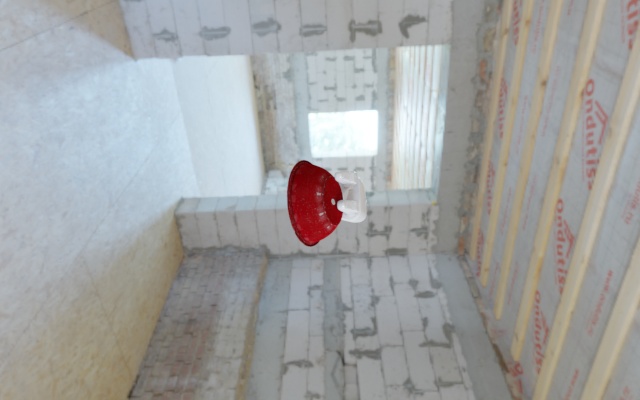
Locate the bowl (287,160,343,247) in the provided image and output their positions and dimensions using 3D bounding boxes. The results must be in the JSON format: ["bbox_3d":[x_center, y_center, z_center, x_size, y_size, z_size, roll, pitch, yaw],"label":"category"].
[{"bbox_3d":[0.000,0.003,0.874,0.055,0.162,0.162,-5,-2,25],"label":"bowl"}]
